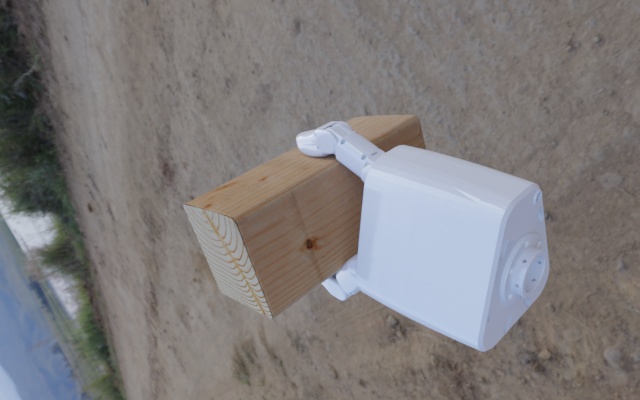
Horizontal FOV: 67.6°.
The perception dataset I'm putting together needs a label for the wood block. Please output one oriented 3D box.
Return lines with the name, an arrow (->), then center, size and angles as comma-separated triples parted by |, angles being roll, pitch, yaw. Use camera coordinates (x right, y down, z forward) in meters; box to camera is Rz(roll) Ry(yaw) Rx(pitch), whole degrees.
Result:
wood block -> 0.000, 0.001, 0.431 | 0.206, 0.091, 0.090 | -31, 25, -32
